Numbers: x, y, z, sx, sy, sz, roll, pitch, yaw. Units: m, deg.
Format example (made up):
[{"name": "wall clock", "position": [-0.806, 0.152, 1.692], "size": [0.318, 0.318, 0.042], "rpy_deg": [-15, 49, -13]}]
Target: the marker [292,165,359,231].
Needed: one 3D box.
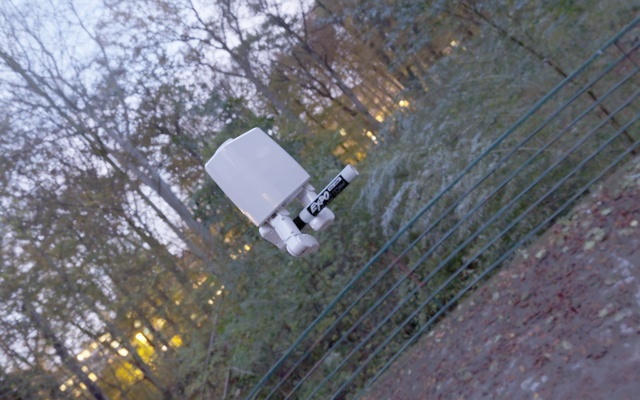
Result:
[{"name": "marker", "position": [0.000, 0.002, 0.613], "size": [0.121, 0.020, 0.020], "rpy_deg": [-44, -14, 15]}]
